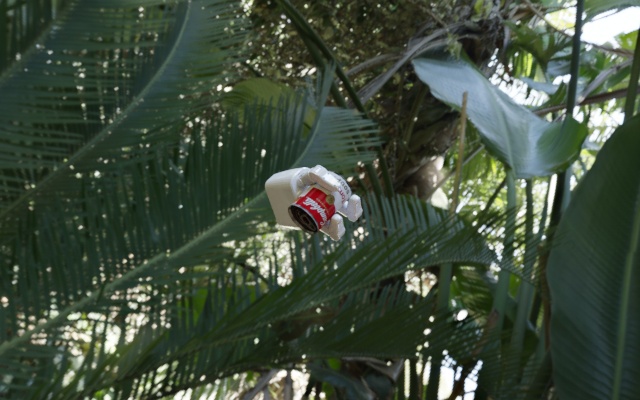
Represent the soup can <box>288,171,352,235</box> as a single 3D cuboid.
[{"bbox_3d":[0.001,0.002,0.852,0.102,0.068,0.068,-45,26,-29],"label":"soup can"}]
